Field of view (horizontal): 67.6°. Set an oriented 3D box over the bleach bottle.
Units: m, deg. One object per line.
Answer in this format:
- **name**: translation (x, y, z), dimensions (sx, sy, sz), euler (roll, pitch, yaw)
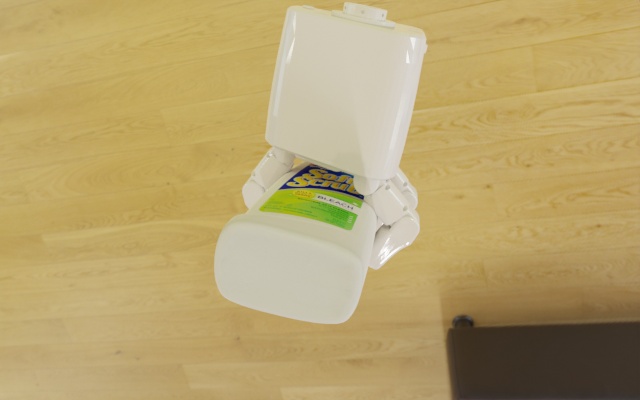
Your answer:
- **bleach bottle**: translation (0.000, 0.001, 0.418), dimensions (0.102, 0.068, 0.250), euler (13, 25, 4)
